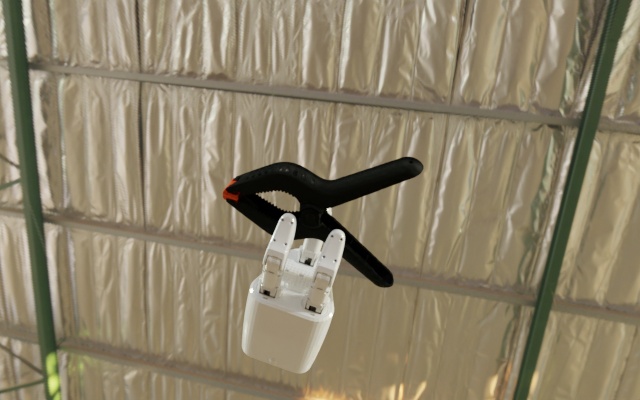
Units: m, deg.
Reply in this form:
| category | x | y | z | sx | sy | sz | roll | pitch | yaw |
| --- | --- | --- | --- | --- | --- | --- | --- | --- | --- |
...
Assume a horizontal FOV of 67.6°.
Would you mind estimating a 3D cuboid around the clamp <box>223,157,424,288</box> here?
| category | x | y | z | sx | sy | sz | roll | pitch | yaw |
| --- | --- | --- | --- | --- | --- | --- | --- | --- | --- |
| clamp | 0.000 | 0.001 | 0.510 | 0.210 | 0.165 | 0.036 | 19 | 34 | 5 |
